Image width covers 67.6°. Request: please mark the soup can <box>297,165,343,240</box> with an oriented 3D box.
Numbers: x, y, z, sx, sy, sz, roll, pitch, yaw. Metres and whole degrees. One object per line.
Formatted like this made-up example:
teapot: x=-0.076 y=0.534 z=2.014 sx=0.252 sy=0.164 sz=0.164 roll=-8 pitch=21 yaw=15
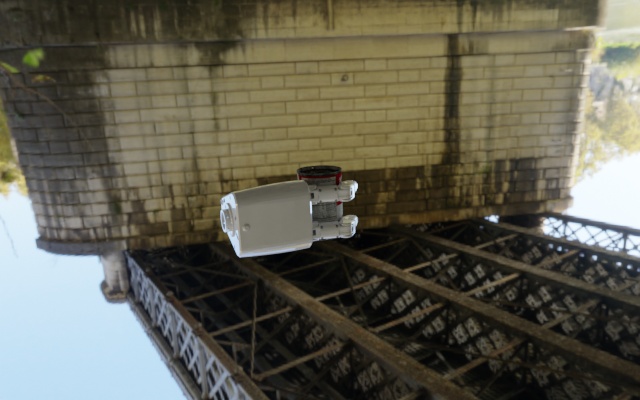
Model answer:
soup can: x=0.001 y=0.003 z=0.727 sx=0.068 sy=0.102 sz=0.068 roll=-2 pitch=14 yaw=1
